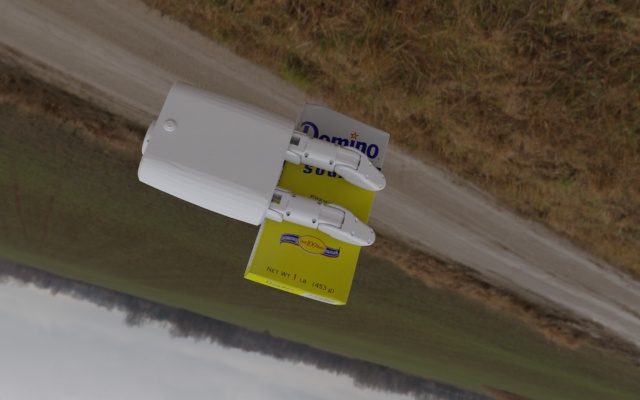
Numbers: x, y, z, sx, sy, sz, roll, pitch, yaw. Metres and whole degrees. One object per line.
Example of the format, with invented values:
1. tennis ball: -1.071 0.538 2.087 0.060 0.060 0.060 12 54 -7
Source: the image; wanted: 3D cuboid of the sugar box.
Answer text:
1. sugar box: 0.000 0.001 0.454 0.093 0.176 0.048 19 -17 -10
